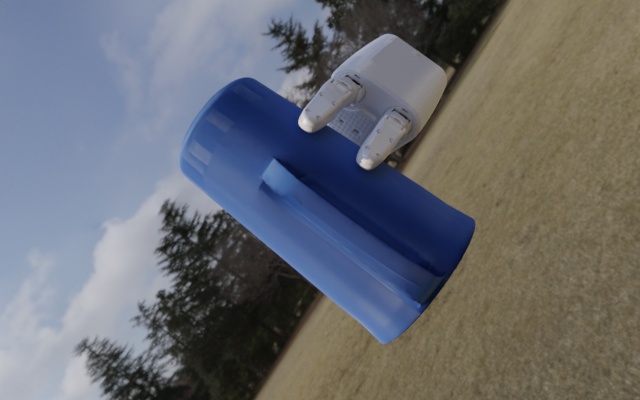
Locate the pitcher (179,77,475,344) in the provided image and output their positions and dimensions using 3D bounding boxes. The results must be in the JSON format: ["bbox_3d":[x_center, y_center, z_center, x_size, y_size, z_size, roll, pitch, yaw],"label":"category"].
[{"bbox_3d":[0.000,0.001,0.413,0.243,0.145,0.149,36,-40,4],"label":"pitcher"}]
